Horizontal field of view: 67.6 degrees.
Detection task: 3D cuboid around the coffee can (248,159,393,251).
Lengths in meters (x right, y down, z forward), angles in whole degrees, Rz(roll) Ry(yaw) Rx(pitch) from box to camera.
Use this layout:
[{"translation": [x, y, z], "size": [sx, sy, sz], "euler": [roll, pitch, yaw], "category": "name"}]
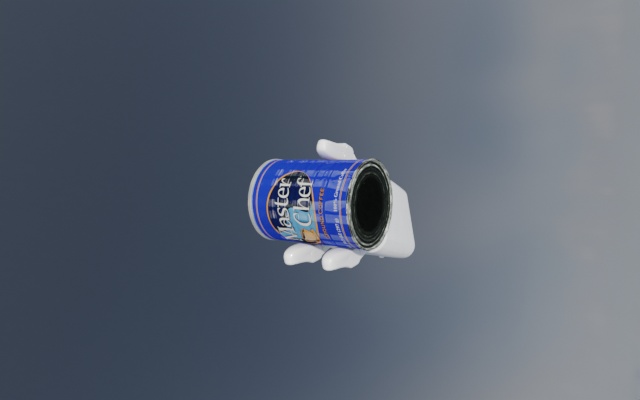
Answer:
[{"translation": [0.000, 0.002, 0.566], "size": [0.140, 0.103, 0.103], "euler": [3, 2, 34], "category": "coffee can"}]
